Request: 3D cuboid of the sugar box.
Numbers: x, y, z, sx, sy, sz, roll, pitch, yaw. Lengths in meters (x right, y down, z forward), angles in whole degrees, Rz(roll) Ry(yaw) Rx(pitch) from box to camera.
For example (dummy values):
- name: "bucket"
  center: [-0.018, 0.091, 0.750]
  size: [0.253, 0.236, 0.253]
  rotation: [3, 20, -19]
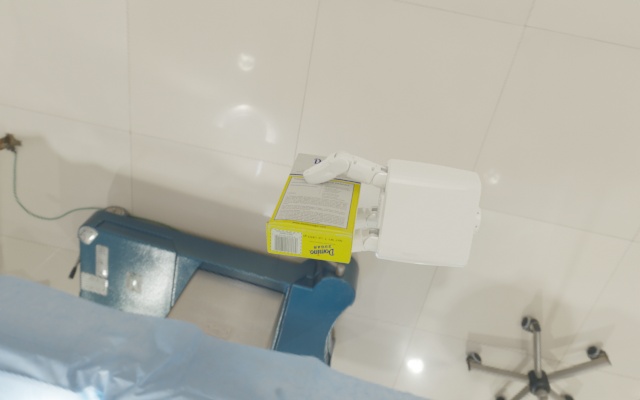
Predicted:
- name: "sugar box"
  center: [0.000, 0.002, 0.577]
  size: [0.093, 0.048, 0.176]
  rotation: [8, 29, 6]
